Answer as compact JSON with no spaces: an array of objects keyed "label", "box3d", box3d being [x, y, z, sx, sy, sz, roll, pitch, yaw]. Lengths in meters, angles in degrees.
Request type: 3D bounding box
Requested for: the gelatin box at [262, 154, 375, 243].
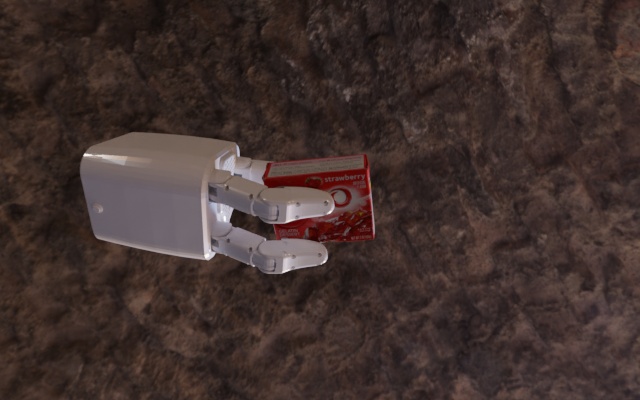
[{"label":"gelatin box","box3d":[0.000,0.001,0.415,0.089,0.073,0.030,-5,33,7]}]
